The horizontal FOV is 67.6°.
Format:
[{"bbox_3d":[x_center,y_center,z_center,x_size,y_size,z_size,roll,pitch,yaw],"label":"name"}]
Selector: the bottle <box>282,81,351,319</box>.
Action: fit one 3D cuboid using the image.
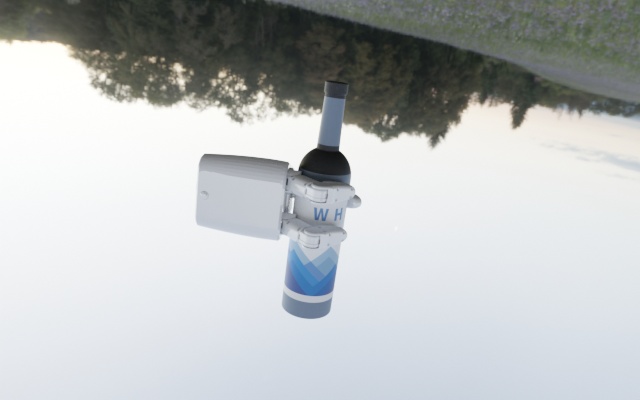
[{"bbox_3d":[0.000,0.002,0.597,0.069,0.296,0.069,7,17,-2],"label":"bottle"}]
